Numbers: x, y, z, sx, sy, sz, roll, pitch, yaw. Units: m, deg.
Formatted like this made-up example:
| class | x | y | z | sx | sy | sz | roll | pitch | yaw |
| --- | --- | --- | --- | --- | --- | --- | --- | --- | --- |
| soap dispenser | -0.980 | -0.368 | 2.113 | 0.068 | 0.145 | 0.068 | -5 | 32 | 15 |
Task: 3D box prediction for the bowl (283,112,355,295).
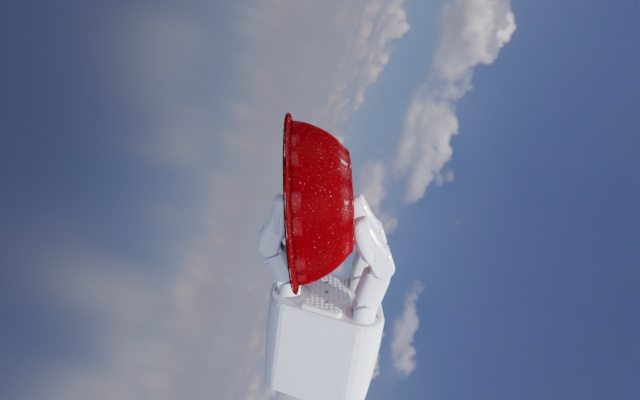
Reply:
| class | x | y | z | sx | sy | sz | roll | pitch | yaw |
| --- | --- | --- | --- | --- | --- | --- | --- | --- | --- |
| bowl | 0.000 | 0.000 | 0.428 | 0.055 | 0.162 | 0.162 | -3 | 0 | 1 |
